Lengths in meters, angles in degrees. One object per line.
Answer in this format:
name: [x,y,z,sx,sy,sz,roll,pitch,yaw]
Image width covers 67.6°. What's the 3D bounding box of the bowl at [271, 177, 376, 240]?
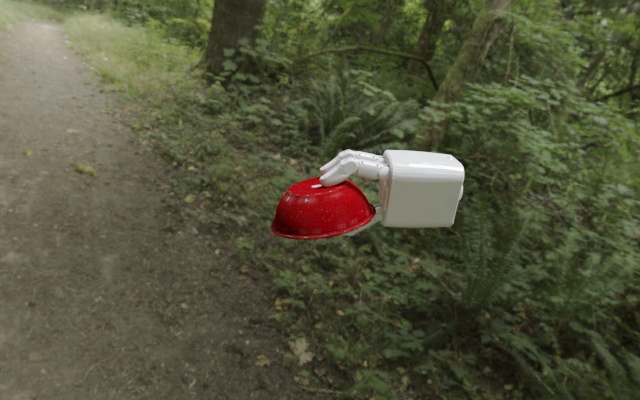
bowl: [-0.001,0.002,0.715,0.162,0.055,0.162,-9,18,3]
